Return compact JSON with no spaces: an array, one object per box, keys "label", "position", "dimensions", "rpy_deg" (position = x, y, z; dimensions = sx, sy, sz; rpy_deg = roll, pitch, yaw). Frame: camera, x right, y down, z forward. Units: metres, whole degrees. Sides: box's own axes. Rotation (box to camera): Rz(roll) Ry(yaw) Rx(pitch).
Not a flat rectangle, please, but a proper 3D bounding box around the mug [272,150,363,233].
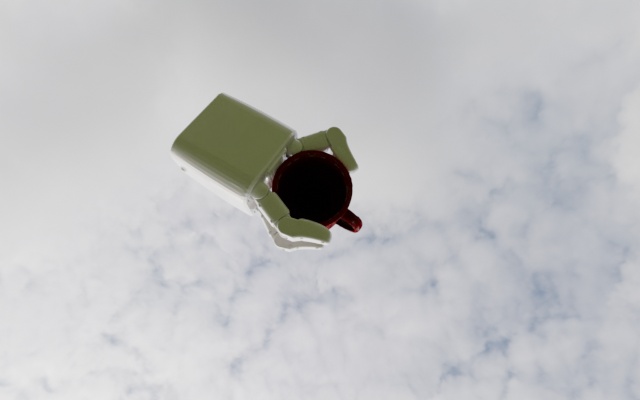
[{"label":"mug","position":[0.001,0.003,0.580],"dimensions":[0.117,0.093,0.081],"rpy_deg":[31,-12,6]}]
